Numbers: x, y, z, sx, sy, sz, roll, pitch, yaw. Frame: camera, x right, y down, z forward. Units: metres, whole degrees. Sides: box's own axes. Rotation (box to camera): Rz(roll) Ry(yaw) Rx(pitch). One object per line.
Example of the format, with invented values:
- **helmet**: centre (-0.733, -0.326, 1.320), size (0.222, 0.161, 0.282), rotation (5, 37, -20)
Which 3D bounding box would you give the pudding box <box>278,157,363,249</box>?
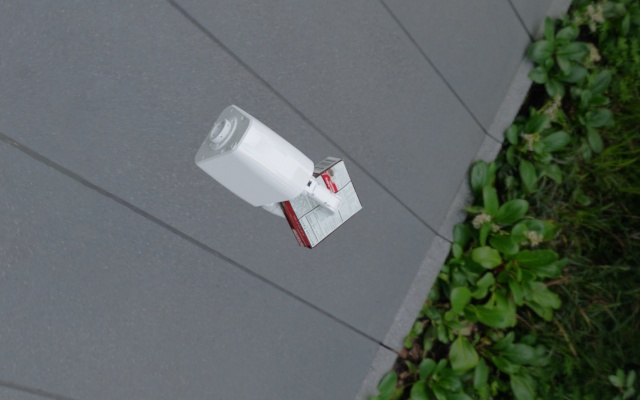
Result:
- **pudding box**: centre (0.000, 0.002, 0.694), size (0.113, 0.090, 0.039), rotation (-36, 27, -25)
